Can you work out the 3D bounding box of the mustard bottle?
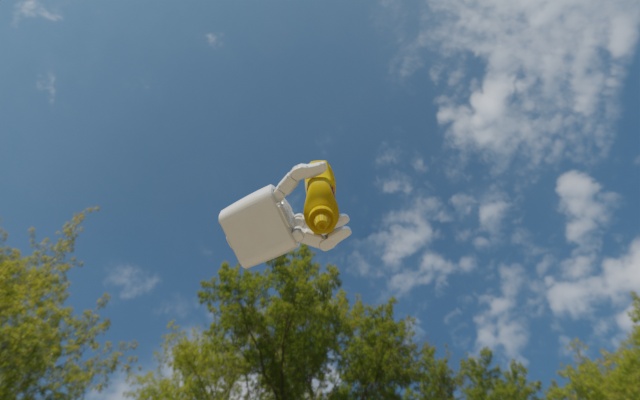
[{"bbox_3d":[0.000,0.003,0.820,0.058,0.096,0.191,-2,22,1],"label":"mustard bottle"}]
